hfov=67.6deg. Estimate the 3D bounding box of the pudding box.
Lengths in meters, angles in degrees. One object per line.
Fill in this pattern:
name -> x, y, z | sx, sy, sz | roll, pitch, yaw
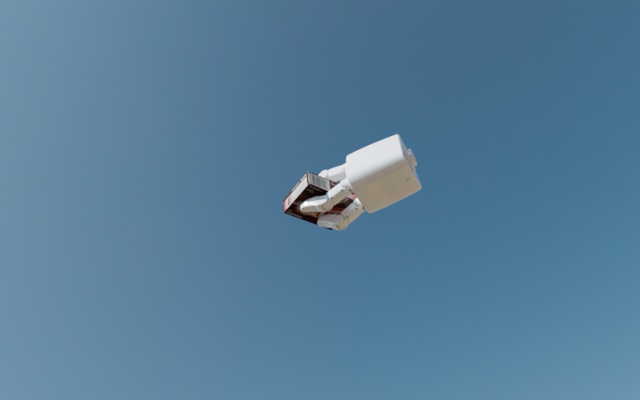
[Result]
pudding box -> 0.000, 0.003, 0.888 | 0.113, 0.039, 0.090 | 23, -50, -26
